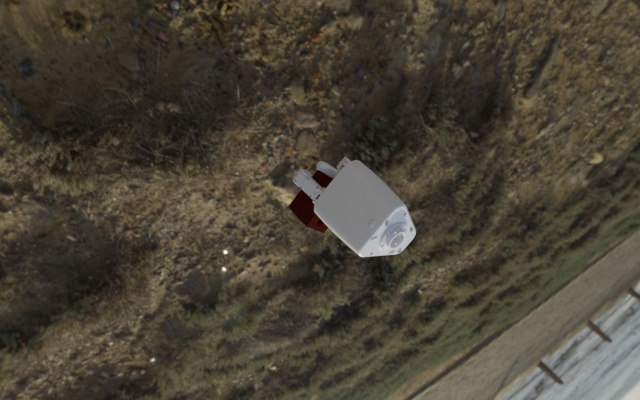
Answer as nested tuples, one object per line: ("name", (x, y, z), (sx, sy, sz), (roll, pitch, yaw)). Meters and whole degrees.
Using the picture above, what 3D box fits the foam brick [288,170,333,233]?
("foam brick", (0.000, 0.003, 0.739), (0.051, 0.078, 0.053), (46, 12, 35))
